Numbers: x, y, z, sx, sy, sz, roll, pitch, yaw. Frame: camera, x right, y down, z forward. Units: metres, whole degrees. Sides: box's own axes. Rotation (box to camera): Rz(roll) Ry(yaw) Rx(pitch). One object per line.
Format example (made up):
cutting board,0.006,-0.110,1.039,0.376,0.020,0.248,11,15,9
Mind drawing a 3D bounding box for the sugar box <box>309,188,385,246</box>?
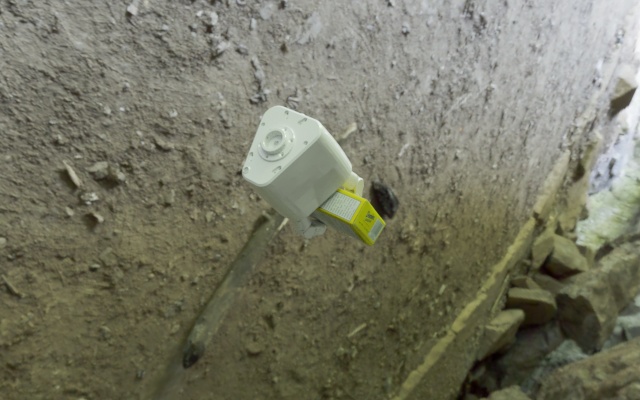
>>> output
sugar box,0.000,0.002,0.694,0.176,0.048,0.093,27,-11,31
